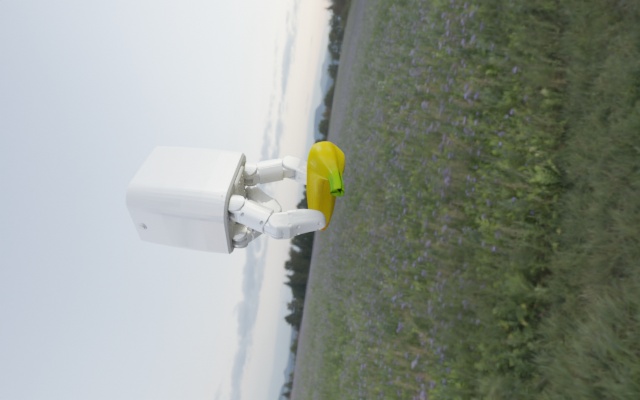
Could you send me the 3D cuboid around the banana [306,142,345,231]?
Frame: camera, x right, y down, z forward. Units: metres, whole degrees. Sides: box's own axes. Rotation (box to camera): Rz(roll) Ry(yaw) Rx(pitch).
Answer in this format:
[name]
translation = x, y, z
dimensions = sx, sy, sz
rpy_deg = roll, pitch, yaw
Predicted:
[banana]
translation = 0.002, -0.017, 0.507
dimensions = 0.037, 0.069, 0.198
rpy_deg = 6, -13, -1
